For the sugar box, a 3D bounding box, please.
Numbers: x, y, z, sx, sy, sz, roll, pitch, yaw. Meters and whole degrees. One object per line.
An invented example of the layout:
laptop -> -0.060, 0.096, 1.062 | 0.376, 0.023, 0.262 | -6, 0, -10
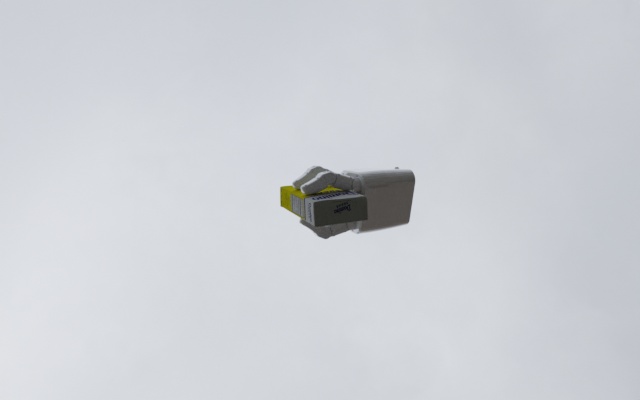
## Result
sugar box -> 0.000, 0.002, 0.809 | 0.093, 0.048, 0.176 | -7, 9, -22
